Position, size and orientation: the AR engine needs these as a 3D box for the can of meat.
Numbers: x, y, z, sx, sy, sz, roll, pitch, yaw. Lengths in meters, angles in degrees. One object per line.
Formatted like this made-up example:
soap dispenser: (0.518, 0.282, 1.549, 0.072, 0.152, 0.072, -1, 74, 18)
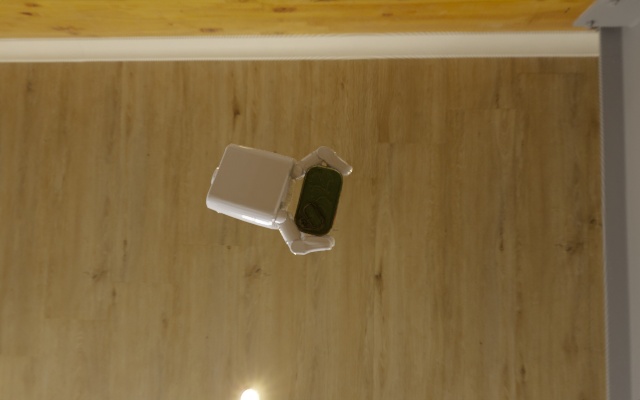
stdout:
can of meat: (0.000, 0.002, 0.730, 0.057, 0.102, 0.084, 13, -3, 5)
